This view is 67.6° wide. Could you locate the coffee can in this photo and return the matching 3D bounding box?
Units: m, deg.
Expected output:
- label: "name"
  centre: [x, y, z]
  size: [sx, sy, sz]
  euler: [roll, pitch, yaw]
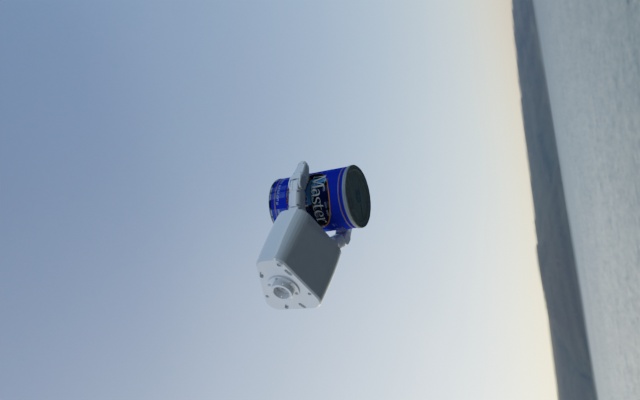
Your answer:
- label: "coffee can"
  centre: [0.000, 0.002, 0.794]
  size: [0.140, 0.103, 0.103]
  euler: [-9, -4, 26]
